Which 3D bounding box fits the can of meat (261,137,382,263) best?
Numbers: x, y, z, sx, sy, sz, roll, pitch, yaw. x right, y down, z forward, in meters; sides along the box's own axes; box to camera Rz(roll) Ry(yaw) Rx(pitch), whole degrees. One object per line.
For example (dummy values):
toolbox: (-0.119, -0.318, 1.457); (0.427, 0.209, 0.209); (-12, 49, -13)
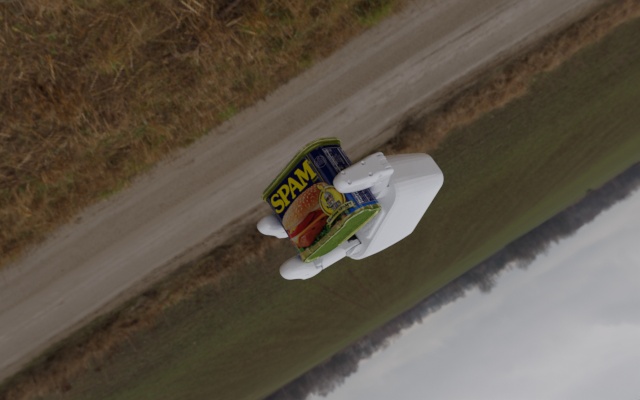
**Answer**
can of meat: (0.000, 0.002, 0.476); (0.057, 0.084, 0.102); (-13, -25, -50)
